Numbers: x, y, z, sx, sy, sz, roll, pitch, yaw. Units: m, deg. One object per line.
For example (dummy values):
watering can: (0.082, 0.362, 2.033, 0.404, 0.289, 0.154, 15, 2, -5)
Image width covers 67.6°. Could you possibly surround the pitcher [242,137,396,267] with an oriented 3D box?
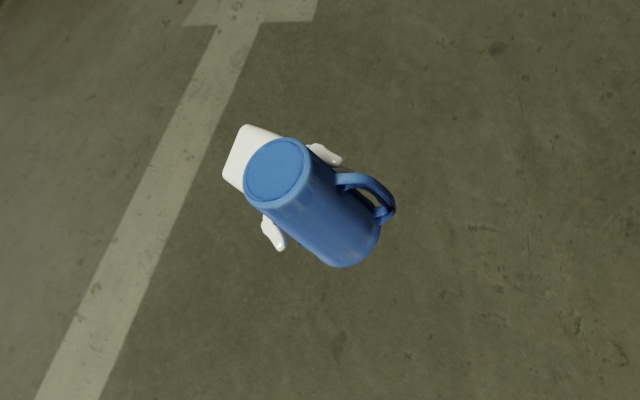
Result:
pitcher: (0.000, 0.002, 0.725, 0.145, 0.149, 0.243, 30, -6, 35)
